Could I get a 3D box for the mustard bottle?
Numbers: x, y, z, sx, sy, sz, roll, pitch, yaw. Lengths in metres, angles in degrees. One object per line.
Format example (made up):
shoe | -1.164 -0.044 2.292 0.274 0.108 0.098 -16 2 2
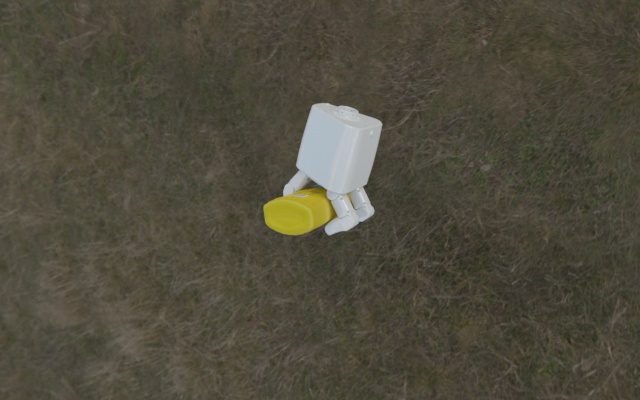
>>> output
mustard bottle | 0.000 0.003 0.792 0.096 0.058 0.191 1 15 34
